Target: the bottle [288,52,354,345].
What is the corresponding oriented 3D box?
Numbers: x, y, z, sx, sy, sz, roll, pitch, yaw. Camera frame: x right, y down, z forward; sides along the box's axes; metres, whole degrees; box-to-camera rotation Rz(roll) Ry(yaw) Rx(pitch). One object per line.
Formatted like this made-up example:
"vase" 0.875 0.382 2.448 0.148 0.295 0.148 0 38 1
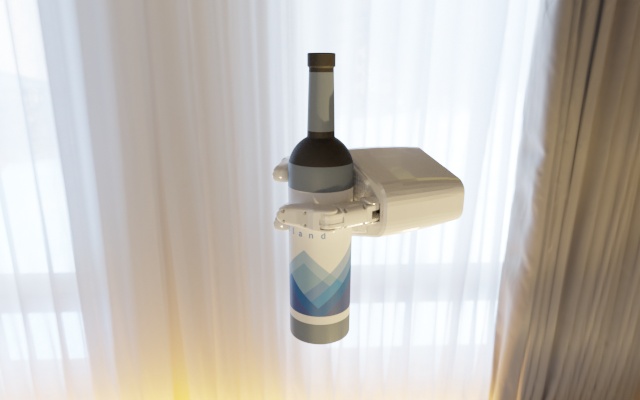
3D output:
"bottle" 0.000 0.002 0.493 0.069 0.296 0.069 0 16 0
